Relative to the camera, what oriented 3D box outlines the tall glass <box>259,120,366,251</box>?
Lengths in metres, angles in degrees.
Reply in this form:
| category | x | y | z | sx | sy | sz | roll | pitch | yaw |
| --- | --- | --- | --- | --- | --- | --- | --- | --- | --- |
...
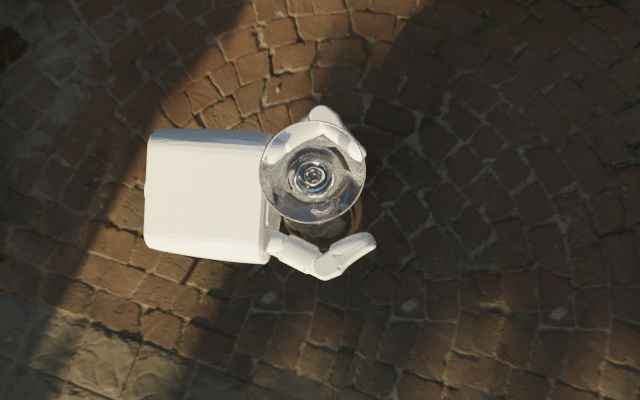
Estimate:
| category | x | y | z | sx | sy | sz | roll | pitch | yaw |
| --- | --- | --- | --- | --- | --- | --- | --- | --- | --- |
| tall glass | 0.000 | 0.001 | 0.424 | 0.079 | 0.079 | 0.201 | 0 | -13 | 4 |
